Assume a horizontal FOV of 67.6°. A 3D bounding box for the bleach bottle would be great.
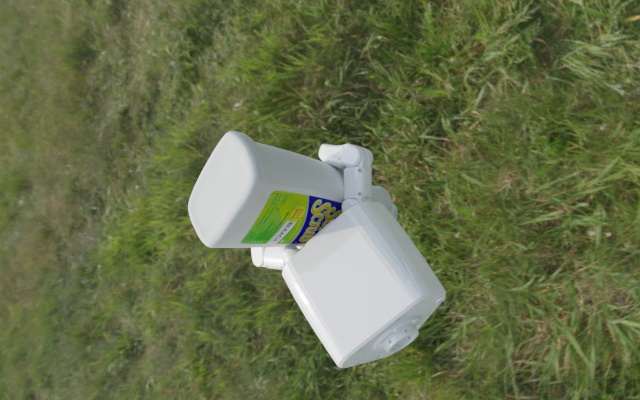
[{"bbox_3d":[0.000,0.002,0.486,0.251,0.103,0.068,6,40,-46],"label":"bleach bottle"}]
